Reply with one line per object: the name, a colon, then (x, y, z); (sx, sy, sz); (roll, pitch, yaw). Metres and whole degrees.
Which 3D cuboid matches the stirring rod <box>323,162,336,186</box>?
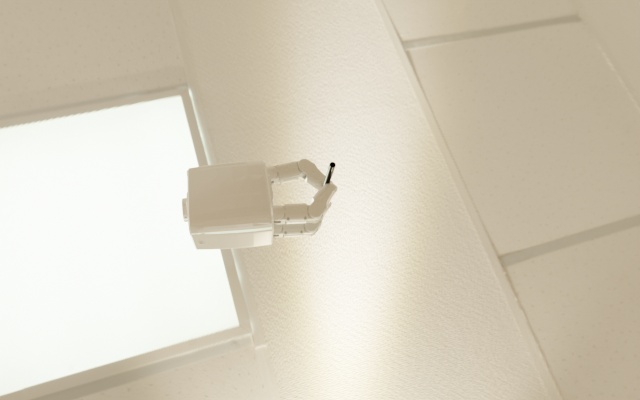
stirring rod: (0.000, 0.002, 0.704); (0.011, 0.011, 0.240); (0, -23, -8)
